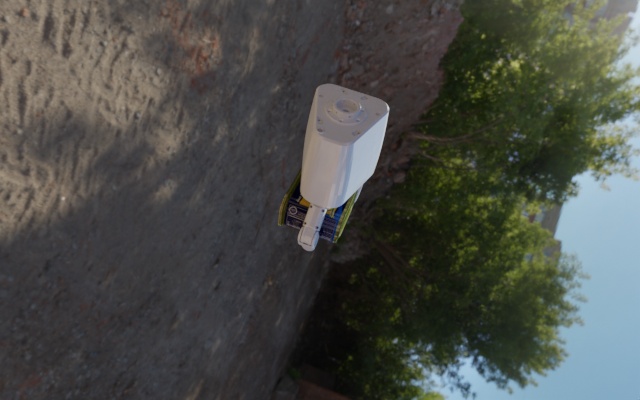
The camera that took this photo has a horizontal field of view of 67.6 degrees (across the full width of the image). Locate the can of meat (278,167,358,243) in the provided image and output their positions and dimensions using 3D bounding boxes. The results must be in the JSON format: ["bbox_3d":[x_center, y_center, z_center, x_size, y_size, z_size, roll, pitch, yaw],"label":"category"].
[{"bbox_3d":[0.000,0.002,0.659,0.084,0.057,0.102,20,47,7],"label":"can of meat"}]
